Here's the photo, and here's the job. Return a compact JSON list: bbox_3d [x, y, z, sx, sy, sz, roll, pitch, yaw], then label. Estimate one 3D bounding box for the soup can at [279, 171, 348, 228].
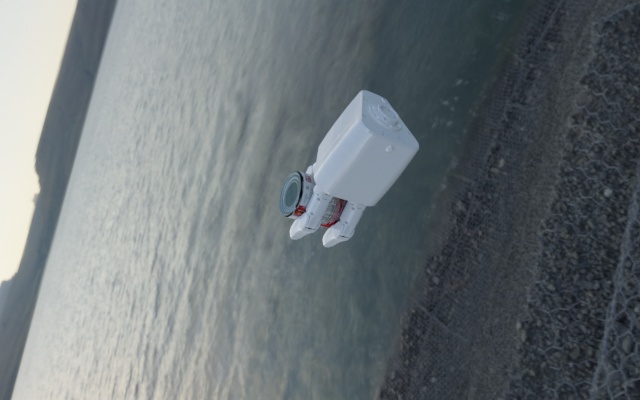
[{"bbox_3d":[0.000,0.002,0.688,0.102,0.068,0.068,15,-7,-28],"label":"soup can"}]
